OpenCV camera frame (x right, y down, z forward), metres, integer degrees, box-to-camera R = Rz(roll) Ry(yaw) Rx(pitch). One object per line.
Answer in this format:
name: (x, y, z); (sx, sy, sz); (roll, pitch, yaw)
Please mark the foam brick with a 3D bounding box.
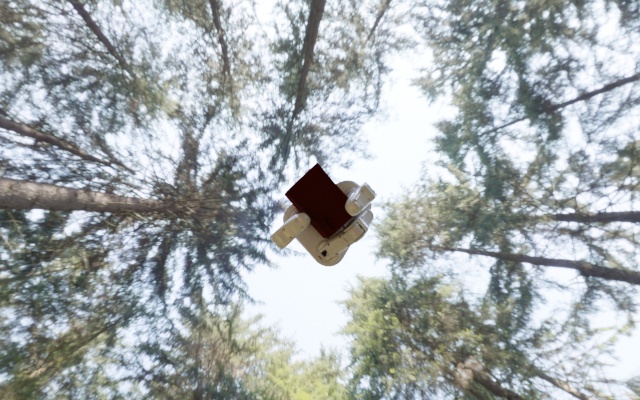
foam brick: (0.000, 0.002, 0.584); (0.053, 0.078, 0.051); (-42, 3, -7)
